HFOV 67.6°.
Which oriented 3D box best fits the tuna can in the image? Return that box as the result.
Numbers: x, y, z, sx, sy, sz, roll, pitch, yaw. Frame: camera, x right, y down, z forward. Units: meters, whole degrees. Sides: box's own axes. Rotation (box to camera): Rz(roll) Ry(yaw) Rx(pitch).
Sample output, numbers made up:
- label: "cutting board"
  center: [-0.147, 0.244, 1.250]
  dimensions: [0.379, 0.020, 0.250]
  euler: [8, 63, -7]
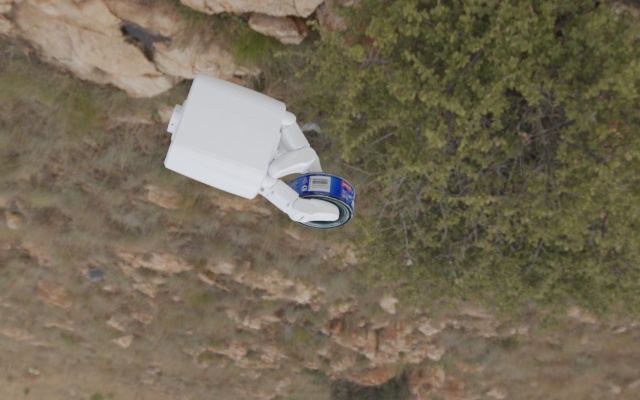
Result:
- label: "tuna can"
  center: [0.000, 0.002, 0.600]
  dimensions: [0.086, 0.033, 0.086]
  euler: [4, -32, 2]
